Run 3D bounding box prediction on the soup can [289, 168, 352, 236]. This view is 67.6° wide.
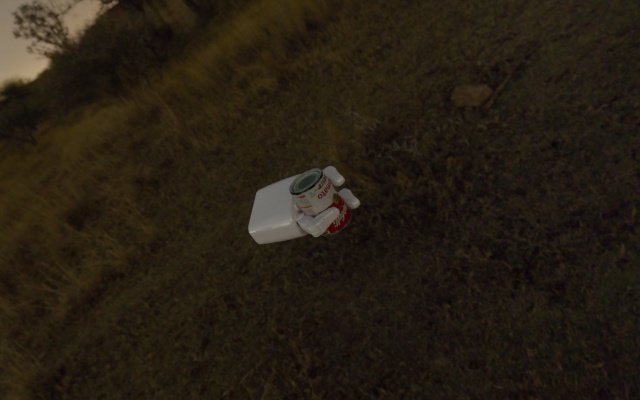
[{"bbox_3d":[0.000,0.002,0.830,0.068,0.102,0.068,-27,28,16],"label":"soup can"}]
